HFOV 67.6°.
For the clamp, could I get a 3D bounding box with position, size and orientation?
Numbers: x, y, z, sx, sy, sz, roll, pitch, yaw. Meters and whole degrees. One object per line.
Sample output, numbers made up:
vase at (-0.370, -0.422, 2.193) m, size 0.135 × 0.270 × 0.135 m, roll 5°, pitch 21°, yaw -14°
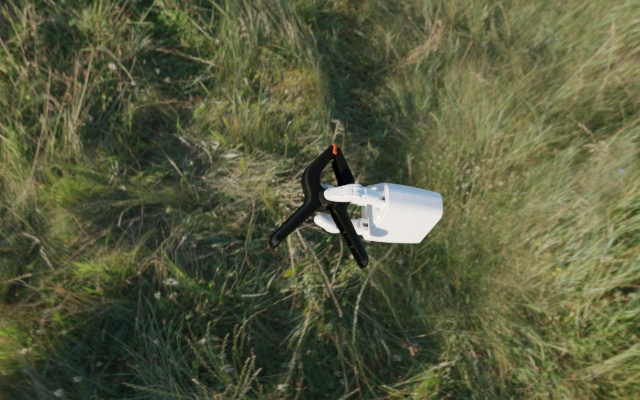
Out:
clamp at (0.001, 0.002, 0.782) m, size 0.164 × 0.210 × 0.036 m, roll 8°, pitch -22°, yaw -18°
